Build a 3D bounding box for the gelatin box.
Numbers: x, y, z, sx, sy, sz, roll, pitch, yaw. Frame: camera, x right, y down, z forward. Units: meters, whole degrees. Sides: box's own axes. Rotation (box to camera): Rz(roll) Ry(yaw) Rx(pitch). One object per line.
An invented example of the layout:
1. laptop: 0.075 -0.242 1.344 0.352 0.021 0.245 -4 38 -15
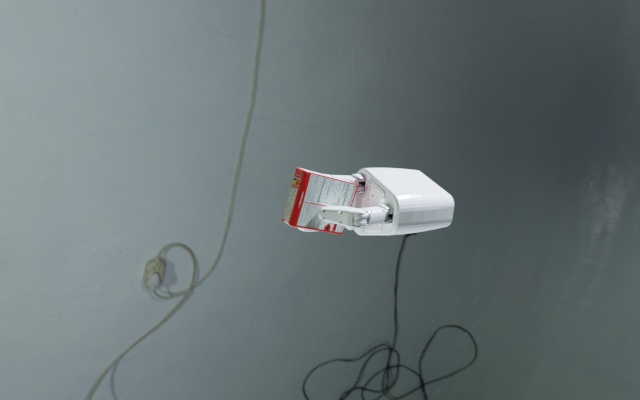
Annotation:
1. gelatin box: 0.000 0.002 0.631 0.089 0.073 0.030 12 8 -35
